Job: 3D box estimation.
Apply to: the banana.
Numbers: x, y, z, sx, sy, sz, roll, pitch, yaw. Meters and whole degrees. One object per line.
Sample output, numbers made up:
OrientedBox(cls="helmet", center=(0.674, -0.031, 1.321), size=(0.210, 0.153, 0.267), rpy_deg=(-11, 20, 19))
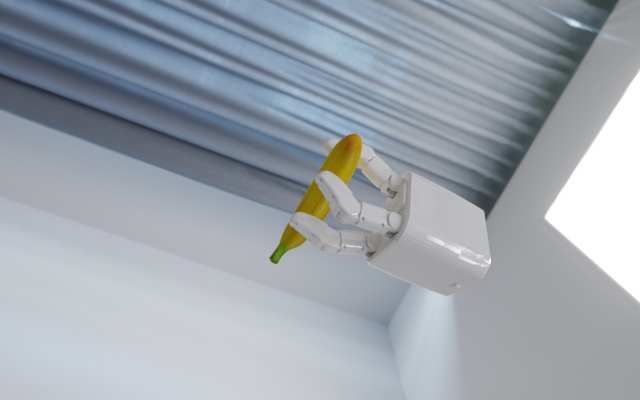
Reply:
OrientedBox(cls="banana", center=(0.002, -0.005, 0.559), size=(0.037, 0.198, 0.069), rpy_deg=(29, 31, -5))
